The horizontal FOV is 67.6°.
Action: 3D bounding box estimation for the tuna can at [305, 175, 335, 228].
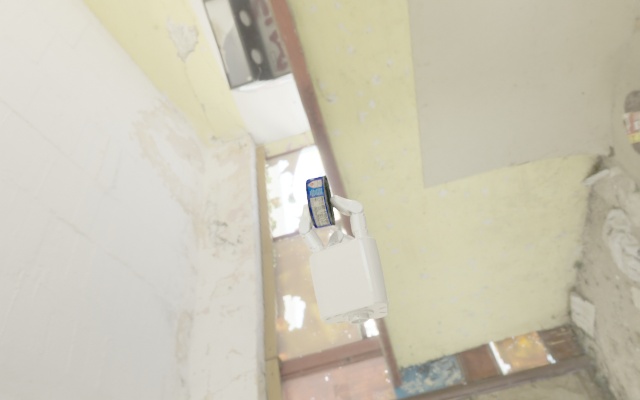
[{"bbox_3d":[0.000,0.003,0.791,0.034,0.086,0.086,-11,-1,7],"label":"tuna can"}]
